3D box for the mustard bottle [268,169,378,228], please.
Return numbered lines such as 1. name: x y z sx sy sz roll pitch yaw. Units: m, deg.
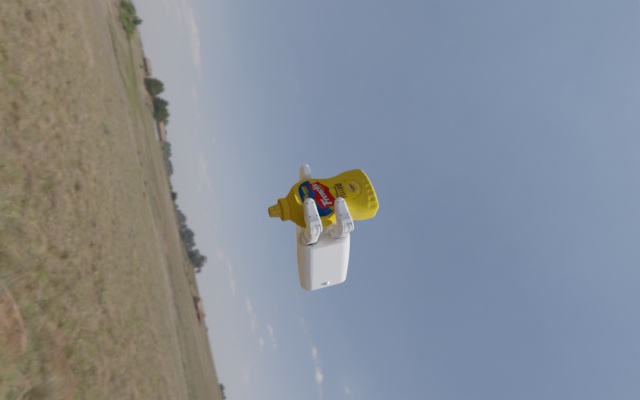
1. mustard bottle: 0.000 0.003 0.857 0.191 0.096 0.058 -12 -30 -17
